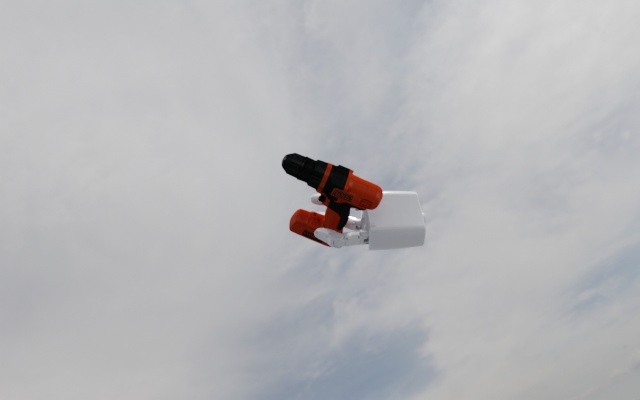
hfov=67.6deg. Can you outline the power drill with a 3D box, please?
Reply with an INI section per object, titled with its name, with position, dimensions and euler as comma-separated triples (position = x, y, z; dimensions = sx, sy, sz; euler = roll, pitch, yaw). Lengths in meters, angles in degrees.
[power drill]
position = 0.000, 0.003, 0.878
dimensions = 0.184, 0.057, 0.188
euler = 23, -37, -3
